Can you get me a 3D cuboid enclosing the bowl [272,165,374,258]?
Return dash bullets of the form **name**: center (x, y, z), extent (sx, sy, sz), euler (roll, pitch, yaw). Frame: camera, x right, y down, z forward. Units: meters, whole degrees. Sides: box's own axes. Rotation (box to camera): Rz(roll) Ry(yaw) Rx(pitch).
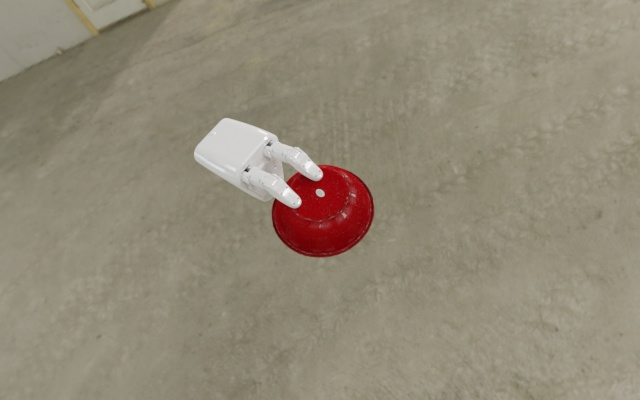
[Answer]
- **bowl**: center (0.001, 0.003, 0.723), extent (0.162, 0.162, 0.055), euler (0, -29, 7)
